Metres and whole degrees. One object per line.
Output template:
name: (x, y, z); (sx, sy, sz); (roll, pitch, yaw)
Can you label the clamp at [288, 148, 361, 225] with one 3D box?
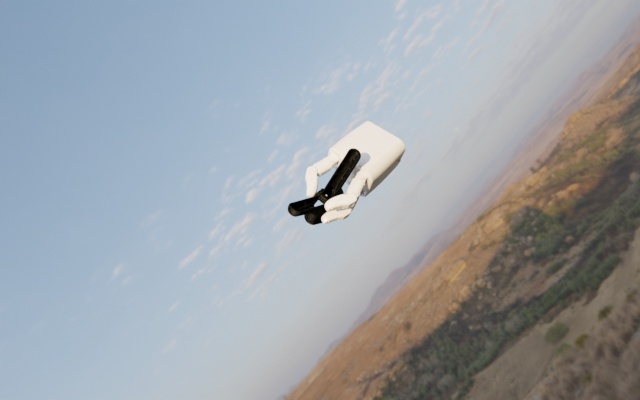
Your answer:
clamp: (0.000, 0.002, 0.893); (0.164, 0.036, 0.210); (-40, -15, -21)
